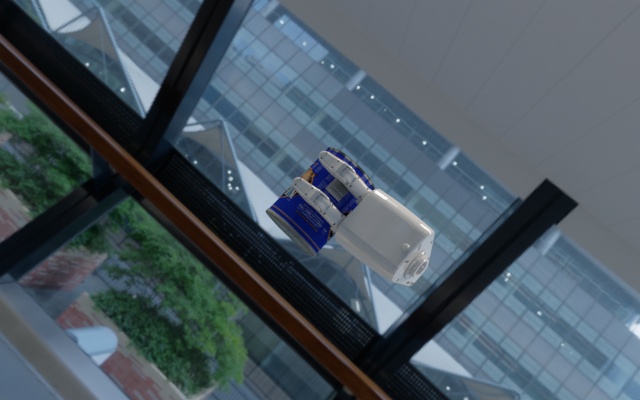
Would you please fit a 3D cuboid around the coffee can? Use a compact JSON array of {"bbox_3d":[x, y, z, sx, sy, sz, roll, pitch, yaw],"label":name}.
[{"bbox_3d":[0.000,0.002,0.737,0.103,0.140,0.103,42,-10,9],"label":"coffee can"}]
